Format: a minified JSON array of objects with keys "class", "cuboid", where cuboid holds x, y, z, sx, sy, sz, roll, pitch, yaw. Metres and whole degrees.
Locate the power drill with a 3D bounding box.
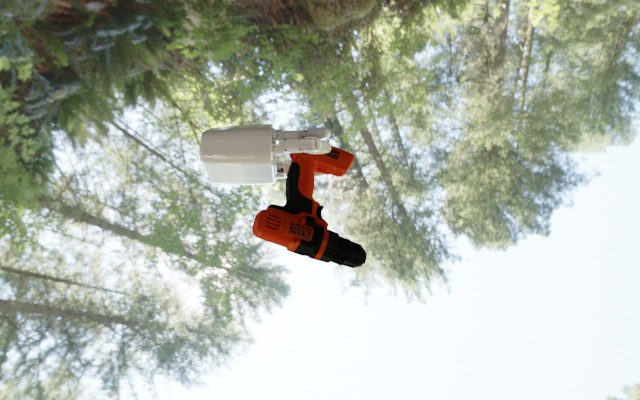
[{"class":"power drill","cuboid":[0.000,0.002,0.757,0.184,0.187,0.057,21,-29,-15]}]
